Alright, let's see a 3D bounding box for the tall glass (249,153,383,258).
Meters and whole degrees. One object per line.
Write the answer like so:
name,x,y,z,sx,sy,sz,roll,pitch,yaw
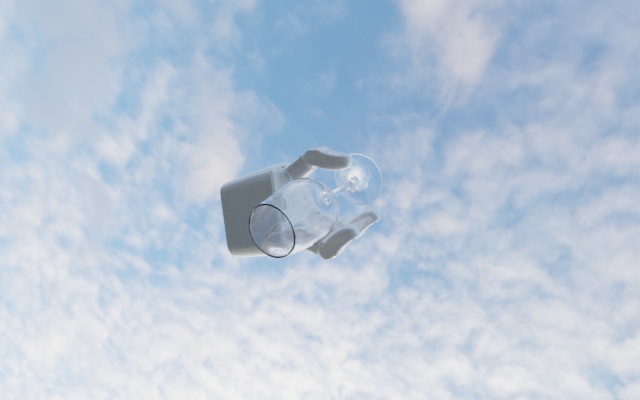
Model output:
tall glass,0.001,0.002,0.578,0.079,0.079,0.201,0,18,33
